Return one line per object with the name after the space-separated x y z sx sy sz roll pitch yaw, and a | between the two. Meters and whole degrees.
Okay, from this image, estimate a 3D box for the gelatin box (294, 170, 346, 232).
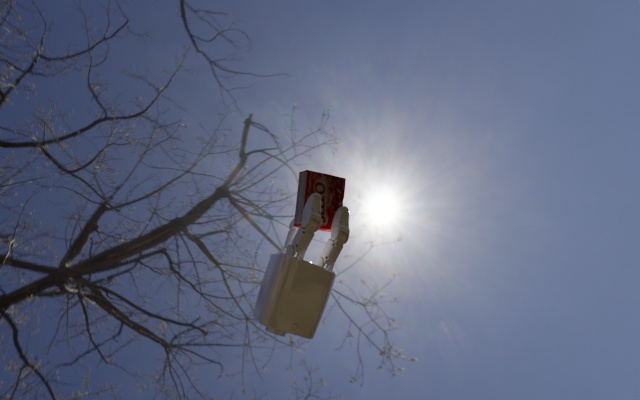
0.000 0.002 0.750 0.073 0.089 0.030 10 -9 -31 | gelatin box
